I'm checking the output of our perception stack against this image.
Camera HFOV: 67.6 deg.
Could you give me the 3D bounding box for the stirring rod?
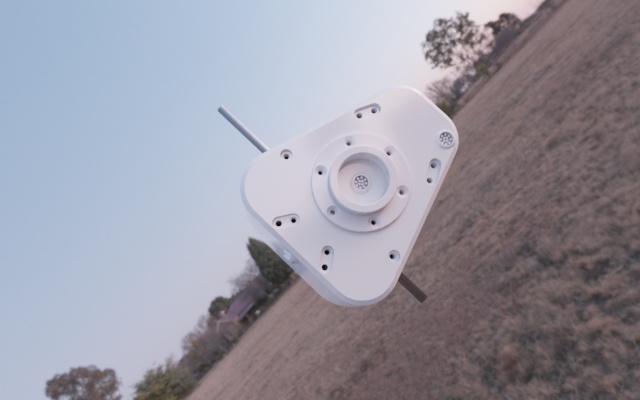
[{"bbox_3d":[0.000,0.001,0.410,0.239,0.011,0.011,43,3,4],"label":"stirring rod"}]
